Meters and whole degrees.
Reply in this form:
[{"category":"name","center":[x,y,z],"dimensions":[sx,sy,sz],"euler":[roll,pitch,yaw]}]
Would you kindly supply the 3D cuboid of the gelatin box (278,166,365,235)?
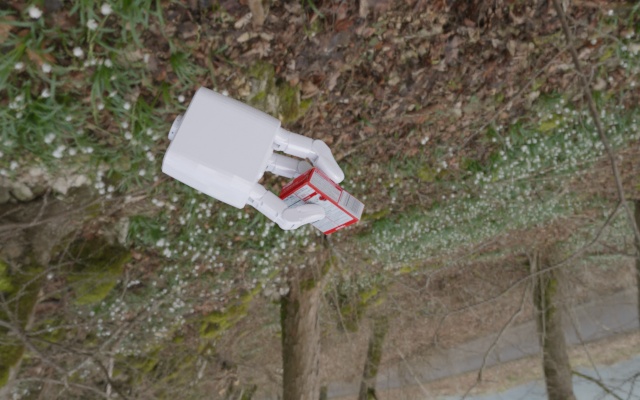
[{"category":"gelatin box","center":[0.000,0.003,0.614],"dimensions":[0.089,0.030,0.073],"euler":[36,-35,-19]}]
